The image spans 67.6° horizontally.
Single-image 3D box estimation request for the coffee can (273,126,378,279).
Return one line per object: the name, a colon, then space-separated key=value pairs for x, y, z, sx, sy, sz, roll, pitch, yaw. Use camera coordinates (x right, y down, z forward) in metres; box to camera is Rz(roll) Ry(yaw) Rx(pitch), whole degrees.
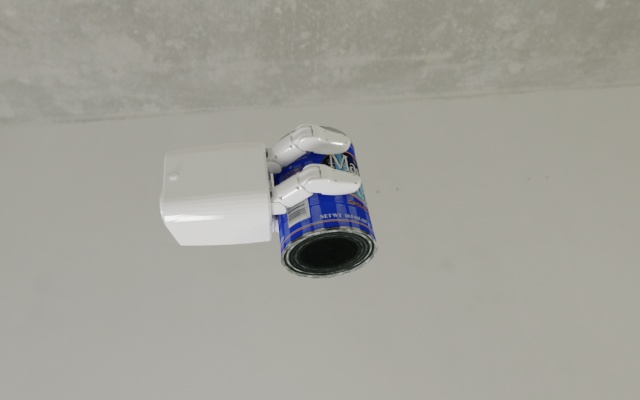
coffee can: x=0.000 y=0.002 z=0.539 sx=0.103 sy=0.140 sz=0.103 roll=-7 pitch=-35 yaw=-5
